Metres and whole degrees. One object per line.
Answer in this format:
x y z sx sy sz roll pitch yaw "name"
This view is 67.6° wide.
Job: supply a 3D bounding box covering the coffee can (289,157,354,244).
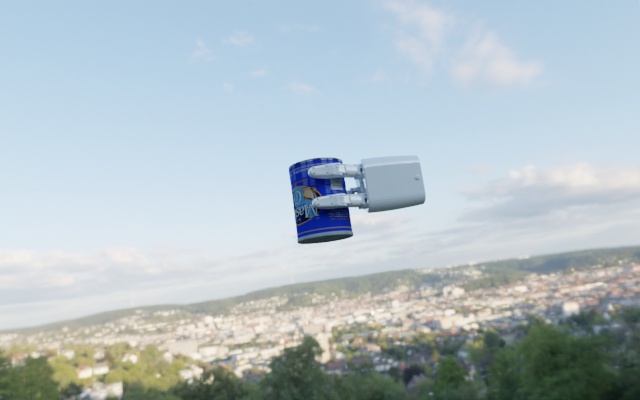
0.000 0.003 0.875 0.103 0.140 0.103 -7 -11 -1 "coffee can"
